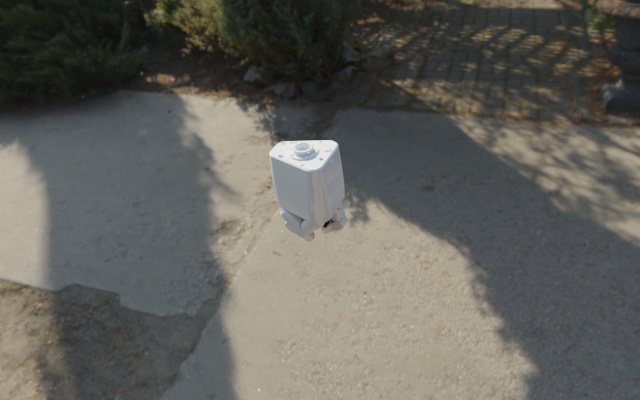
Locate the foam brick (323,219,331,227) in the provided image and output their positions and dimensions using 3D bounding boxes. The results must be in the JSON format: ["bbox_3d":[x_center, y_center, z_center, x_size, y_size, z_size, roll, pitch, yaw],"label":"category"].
[{"bbox_3d":[0.000,0.003,0.872,0.053,0.051,0.078,10,41,23],"label":"foam brick"}]
